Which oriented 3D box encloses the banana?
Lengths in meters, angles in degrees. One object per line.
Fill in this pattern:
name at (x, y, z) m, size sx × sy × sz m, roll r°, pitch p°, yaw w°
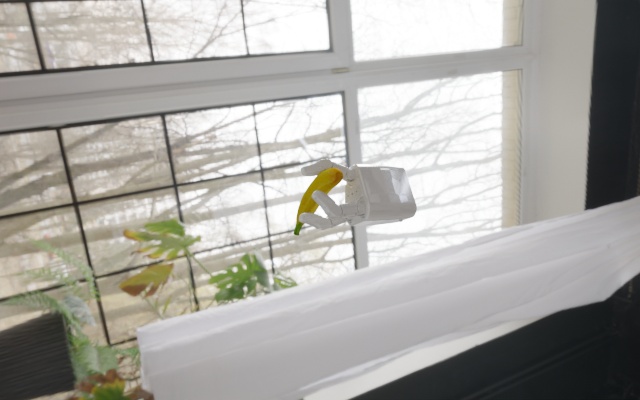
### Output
banana at (-0.003, -0.010, 0.891) m, size 0.037 × 0.069 × 0.198 m, roll 11°, pitch -39°, yaw -20°
